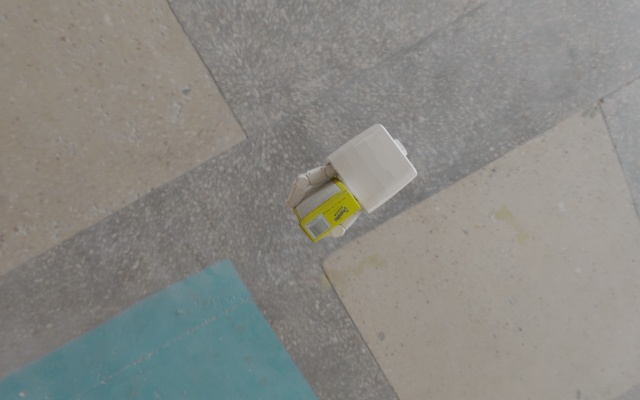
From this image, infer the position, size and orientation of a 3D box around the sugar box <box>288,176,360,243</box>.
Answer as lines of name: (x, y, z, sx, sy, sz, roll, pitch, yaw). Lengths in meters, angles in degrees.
sugar box: (0.001, 0.003, 0.805, 0.093, 0.048, 0.176, -36, 15, 1)
